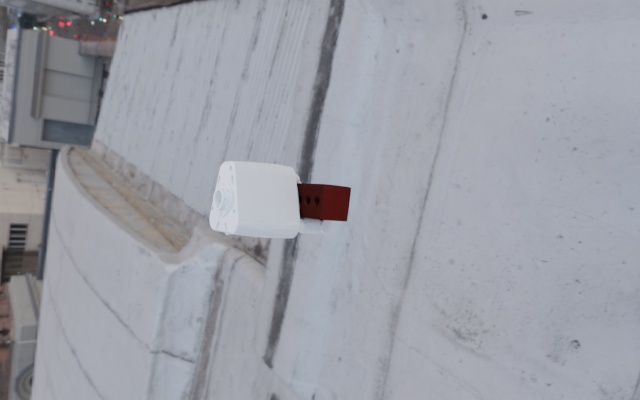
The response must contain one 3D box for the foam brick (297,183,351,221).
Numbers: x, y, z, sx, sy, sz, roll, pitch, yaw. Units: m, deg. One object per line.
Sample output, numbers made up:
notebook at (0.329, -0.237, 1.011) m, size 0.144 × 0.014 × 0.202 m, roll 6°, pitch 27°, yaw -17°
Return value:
foam brick at (0.000, 0.002, 0.723) m, size 0.051 × 0.053 × 0.078 m, roll 6°, pitch -2°, yaw -37°
